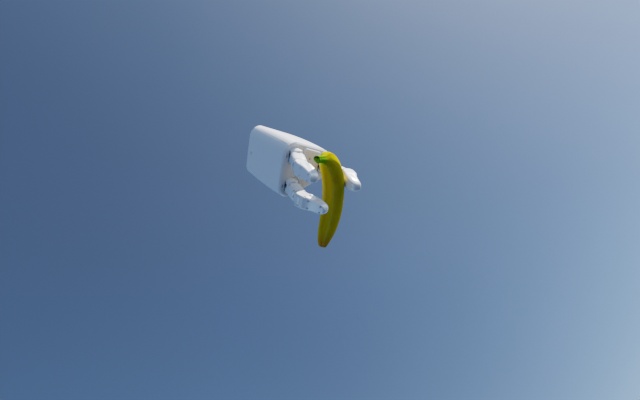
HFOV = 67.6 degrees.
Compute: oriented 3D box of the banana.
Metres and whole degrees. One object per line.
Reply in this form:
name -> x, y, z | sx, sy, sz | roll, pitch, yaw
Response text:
banana -> 0.013, -0.009, 0.801 | 0.037, 0.198, 0.069 | 28, 49, 33
